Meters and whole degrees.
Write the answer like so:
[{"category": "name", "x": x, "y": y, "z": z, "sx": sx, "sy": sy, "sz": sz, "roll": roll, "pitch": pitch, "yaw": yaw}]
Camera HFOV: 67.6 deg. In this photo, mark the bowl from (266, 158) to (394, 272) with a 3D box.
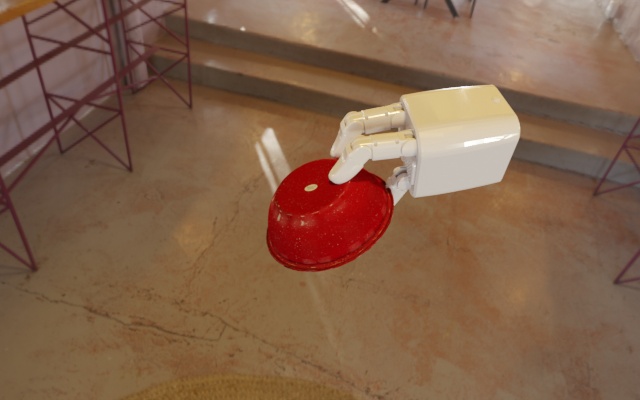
[{"category": "bowl", "x": -0.001, "y": 0.002, "z": 0.551, "sx": 0.162, "sy": 0.162, "sz": 0.055, "roll": 0, "pitch": -43, "yaw": 30}]
